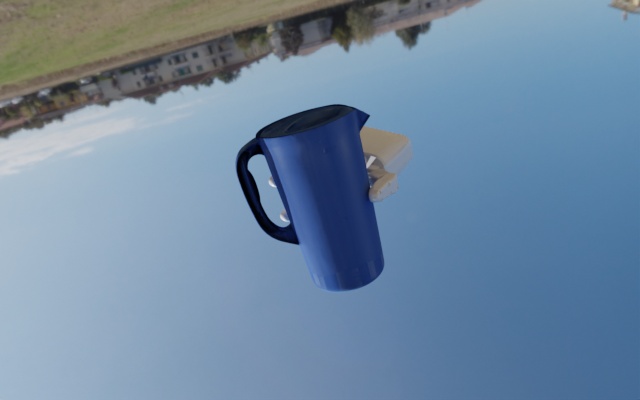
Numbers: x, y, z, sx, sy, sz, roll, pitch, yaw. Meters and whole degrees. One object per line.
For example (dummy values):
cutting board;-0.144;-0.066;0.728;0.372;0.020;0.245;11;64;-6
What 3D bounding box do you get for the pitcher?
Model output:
pitcher;0.000;0.002;0.651;0.149;0.243;0.145;-1;25;35
